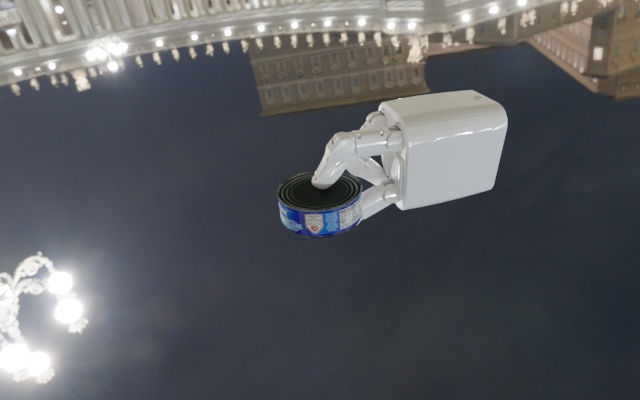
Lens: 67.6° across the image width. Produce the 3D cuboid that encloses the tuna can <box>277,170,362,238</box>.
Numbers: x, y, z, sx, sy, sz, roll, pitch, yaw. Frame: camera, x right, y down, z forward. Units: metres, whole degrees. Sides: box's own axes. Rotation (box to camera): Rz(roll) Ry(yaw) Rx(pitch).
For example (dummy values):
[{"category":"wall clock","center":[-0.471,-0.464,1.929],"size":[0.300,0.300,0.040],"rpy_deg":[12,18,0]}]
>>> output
[{"category":"tuna can","center":[0.000,0.002,0.485],"size":[0.086,0.034,0.086],"rpy_deg":[-4,29,2]}]
